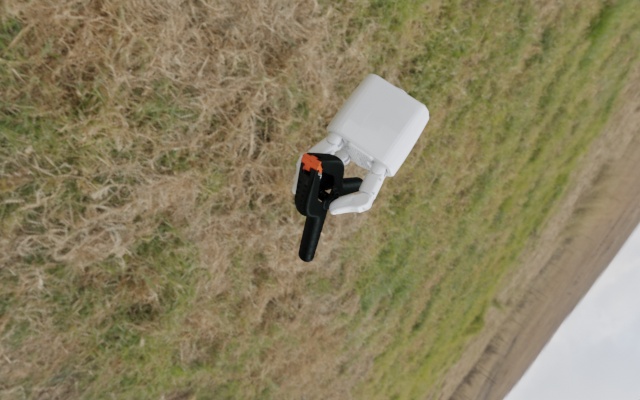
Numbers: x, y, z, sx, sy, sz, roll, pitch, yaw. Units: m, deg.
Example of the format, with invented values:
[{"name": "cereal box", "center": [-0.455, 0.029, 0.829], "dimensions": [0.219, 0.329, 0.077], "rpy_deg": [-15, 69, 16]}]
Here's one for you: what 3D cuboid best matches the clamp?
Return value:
[{"name": "clamp", "center": [0.001, 0.002, 0.688], "dimensions": [0.036, 0.164, 0.210], "rpy_deg": [30, -10, 22]}]
